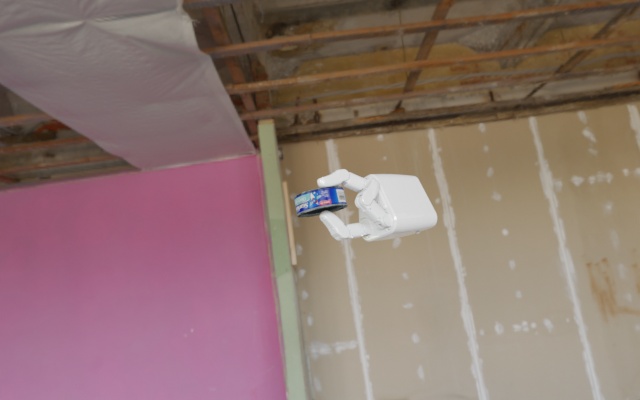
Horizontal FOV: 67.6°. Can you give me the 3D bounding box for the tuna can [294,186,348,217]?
[{"bbox_3d":[0.000,0.002,0.799,0.086,0.033,0.086,-12,-9,-2],"label":"tuna can"}]
